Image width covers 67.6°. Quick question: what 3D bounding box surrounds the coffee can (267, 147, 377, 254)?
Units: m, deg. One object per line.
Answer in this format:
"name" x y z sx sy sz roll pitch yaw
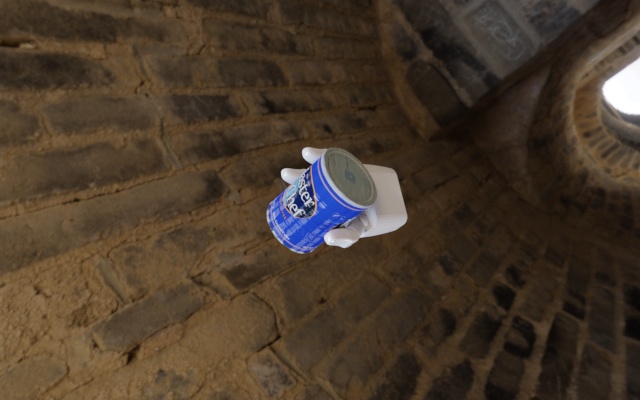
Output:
"coffee can" 0.000 0.002 0.721 0.103 0.102 0.140 0 -33 -49
